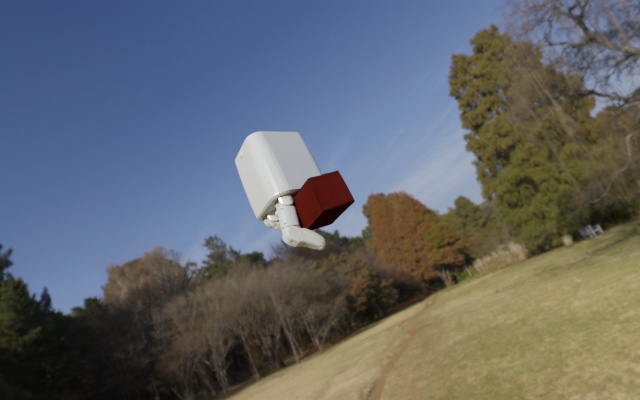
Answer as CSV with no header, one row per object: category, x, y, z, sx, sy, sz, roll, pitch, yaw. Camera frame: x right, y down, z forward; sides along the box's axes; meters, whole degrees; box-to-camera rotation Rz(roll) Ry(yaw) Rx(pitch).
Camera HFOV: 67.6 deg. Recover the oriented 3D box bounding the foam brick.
foam brick,0.000,0.002,0.661,0.053,0.051,0.078,-16,-18,-32
